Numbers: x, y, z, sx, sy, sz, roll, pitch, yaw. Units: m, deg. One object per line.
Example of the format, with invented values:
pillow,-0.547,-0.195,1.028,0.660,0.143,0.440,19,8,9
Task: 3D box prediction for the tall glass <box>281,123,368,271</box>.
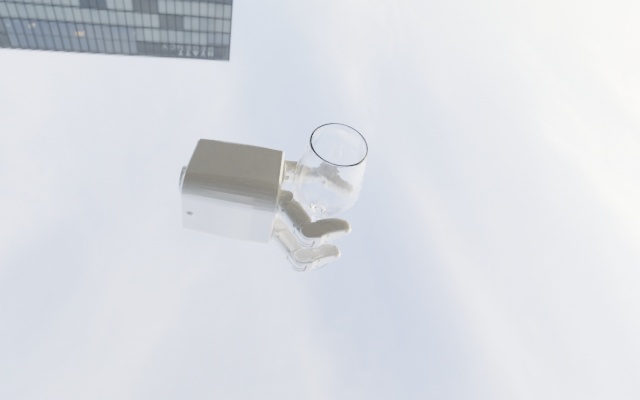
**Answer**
tall glass,0.000,0.002,0.565,0.079,0.079,0.201,0,-37,-14
